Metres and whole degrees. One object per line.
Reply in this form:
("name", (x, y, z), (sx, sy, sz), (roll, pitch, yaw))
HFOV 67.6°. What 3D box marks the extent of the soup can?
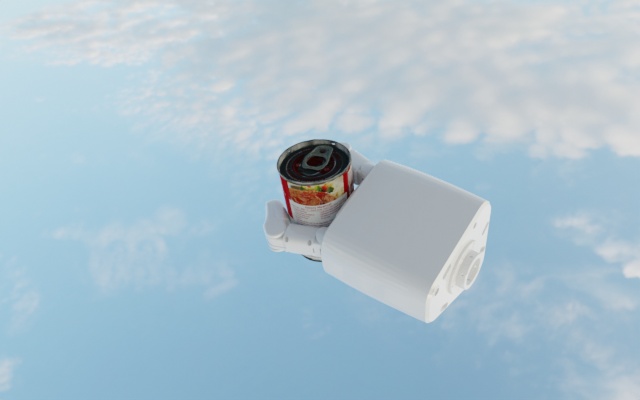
("soup can", (0.000, 0.002, 0.462), (0.068, 0.102, 0.068), (-5, 40, 4))
